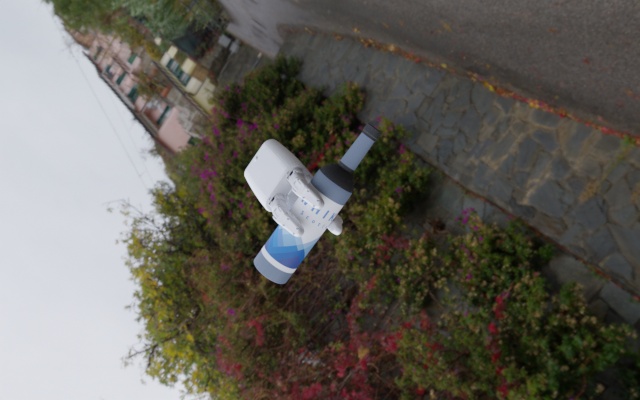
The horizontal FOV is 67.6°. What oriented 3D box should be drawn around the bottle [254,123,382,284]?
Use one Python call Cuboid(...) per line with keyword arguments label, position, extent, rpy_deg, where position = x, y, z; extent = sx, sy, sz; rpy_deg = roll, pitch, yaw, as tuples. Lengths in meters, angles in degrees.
Cuboid(label="bottle", position=(0.000, 0.003, 0.776), extent=(0.069, 0.296, 0.069), rpy_deg=(35, 12, -8))
